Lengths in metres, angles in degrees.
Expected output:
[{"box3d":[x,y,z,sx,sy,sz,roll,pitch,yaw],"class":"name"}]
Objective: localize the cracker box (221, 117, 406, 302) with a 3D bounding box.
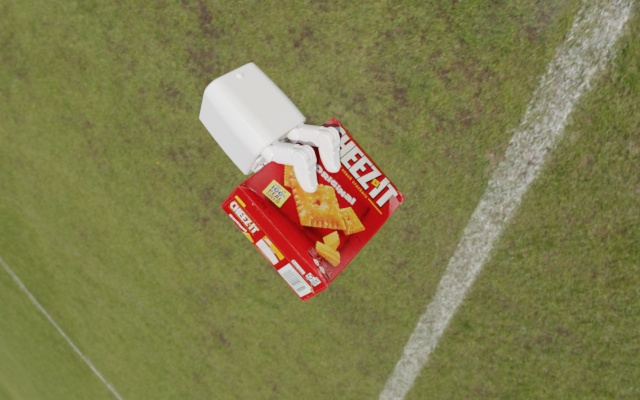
[{"box3d":[0.000,0.002,0.648,0.213,0.164,0.072,-42,2,-41],"class":"cracker box"}]
